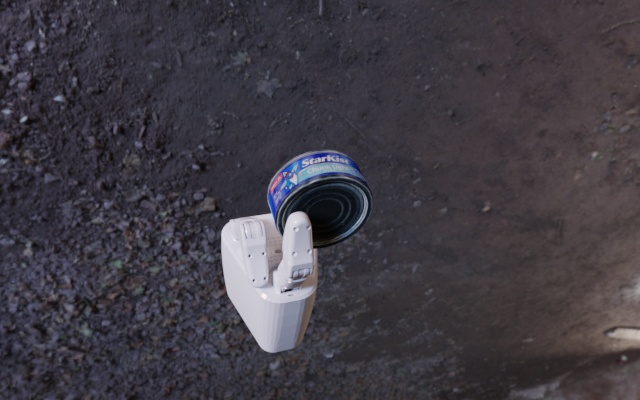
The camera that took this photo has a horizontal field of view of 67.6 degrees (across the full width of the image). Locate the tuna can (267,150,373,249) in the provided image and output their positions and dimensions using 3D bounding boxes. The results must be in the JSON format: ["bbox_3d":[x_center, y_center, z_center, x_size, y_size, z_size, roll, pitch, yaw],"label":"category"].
[{"bbox_3d":[0.000,0.002,0.403,0.086,0.086,0.033,0,42,-21],"label":"tuna can"}]
